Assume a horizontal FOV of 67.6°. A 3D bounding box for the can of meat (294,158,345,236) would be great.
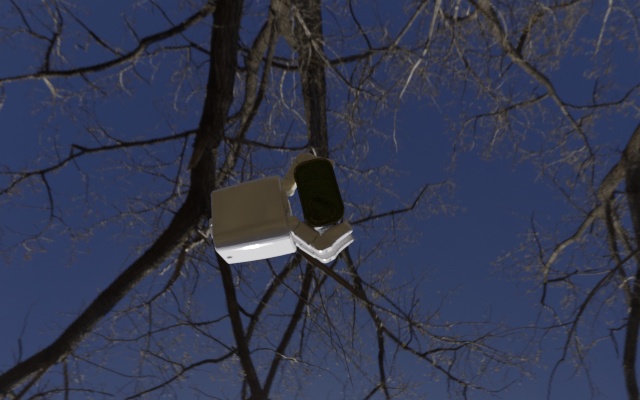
[{"bbox_3d":[0.000,0.002,0.705,0.057,0.102,0.084,-14,-22,-2],"label":"can of meat"}]
